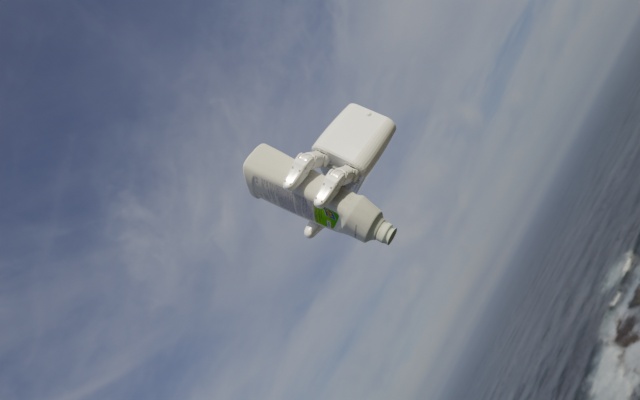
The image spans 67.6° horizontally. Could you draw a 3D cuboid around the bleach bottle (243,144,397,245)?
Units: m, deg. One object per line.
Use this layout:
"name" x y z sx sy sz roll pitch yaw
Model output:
"bleach bottle" 0.000 0.002 0.737 0.251 0.068 0.103 28 -25 21
